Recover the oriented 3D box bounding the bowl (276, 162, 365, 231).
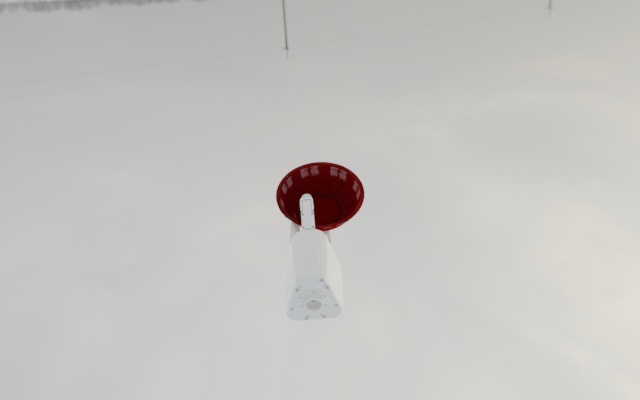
[{"bbox_3d":[0.000,0.002,0.890,0.162,0.162,0.055,0,-40,3],"label":"bowl"}]
